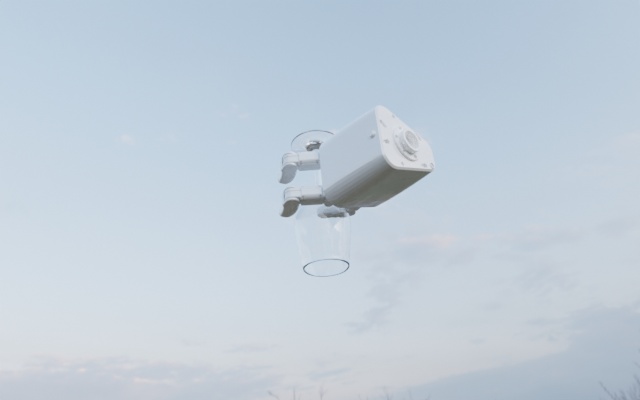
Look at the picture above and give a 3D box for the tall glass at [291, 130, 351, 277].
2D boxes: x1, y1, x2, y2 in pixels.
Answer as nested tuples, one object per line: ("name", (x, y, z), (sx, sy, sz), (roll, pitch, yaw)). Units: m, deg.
("tall glass", (0.000, 0.002, 0.672), (0.079, 0.201, 0.079), (-4, -29, -2))
